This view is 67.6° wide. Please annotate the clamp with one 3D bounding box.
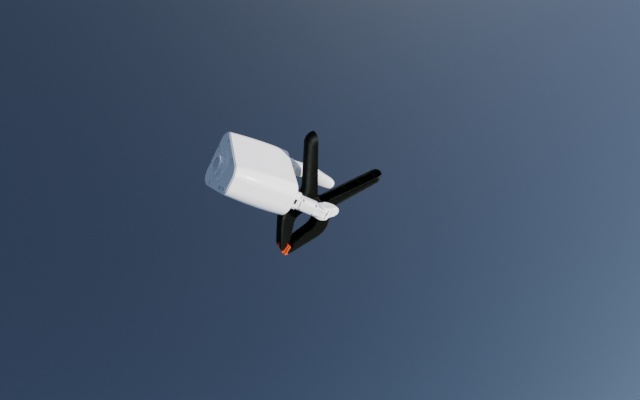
[{"bbox_3d":[0.000,0.003,0.793,0.164,0.210,0.036,18,20,-33],"label":"clamp"}]
